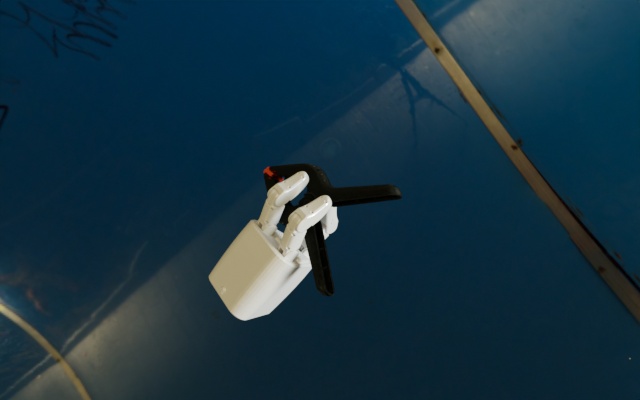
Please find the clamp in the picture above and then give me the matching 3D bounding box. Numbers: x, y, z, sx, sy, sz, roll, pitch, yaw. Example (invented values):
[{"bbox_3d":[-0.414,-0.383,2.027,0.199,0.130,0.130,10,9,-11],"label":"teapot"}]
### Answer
[{"bbox_3d":[0.000,0.002,0.651,0.210,0.164,0.036,45,8,35],"label":"clamp"}]
